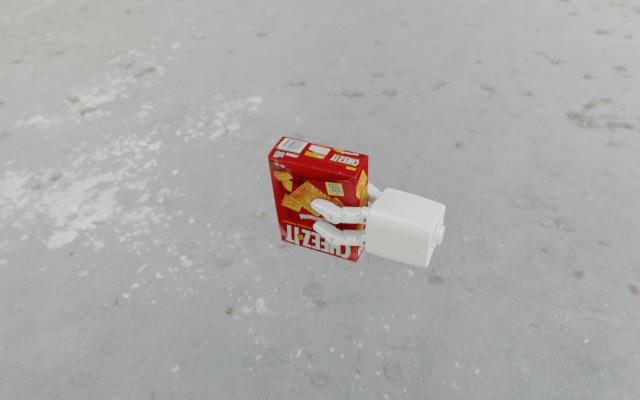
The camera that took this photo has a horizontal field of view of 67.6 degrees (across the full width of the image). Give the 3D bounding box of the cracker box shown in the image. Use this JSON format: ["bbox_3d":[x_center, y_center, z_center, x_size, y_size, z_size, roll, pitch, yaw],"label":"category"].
[{"bbox_3d":[0.000,0.003,0.860,0.164,0.214,0.072,15,46,19],"label":"cracker box"}]
